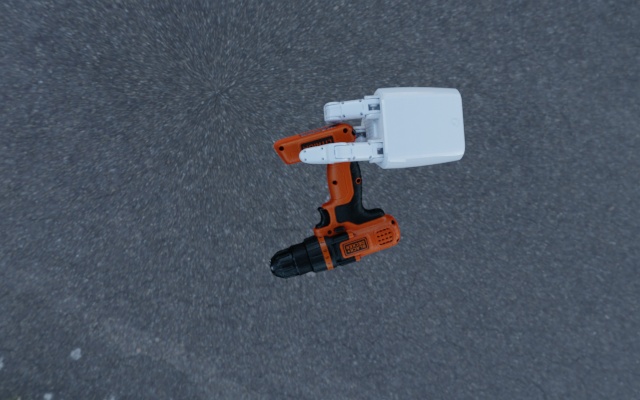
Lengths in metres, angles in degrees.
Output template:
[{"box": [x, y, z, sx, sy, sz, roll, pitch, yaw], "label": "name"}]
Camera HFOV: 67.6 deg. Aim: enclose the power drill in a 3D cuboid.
[{"box": [0.000, 0.002, 0.639, 0.184, 0.188, 0.057, -18, 15, -5], "label": "power drill"}]
